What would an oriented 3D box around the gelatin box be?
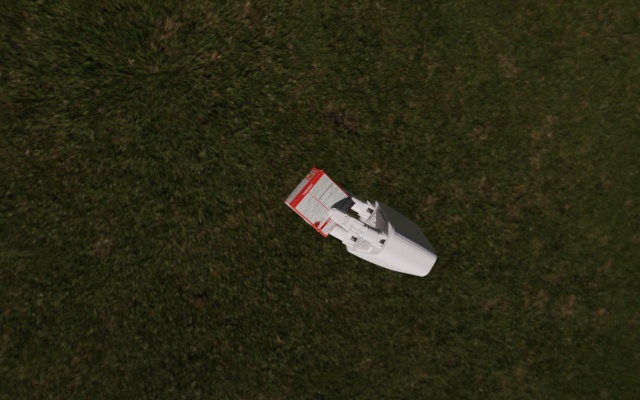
[{"bbox_3d":[0.000,0.002,0.741,0.089,0.073,0.030,42,-4,-32],"label":"gelatin box"}]
